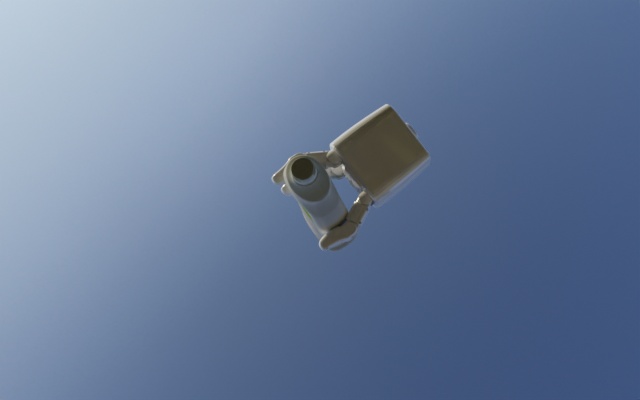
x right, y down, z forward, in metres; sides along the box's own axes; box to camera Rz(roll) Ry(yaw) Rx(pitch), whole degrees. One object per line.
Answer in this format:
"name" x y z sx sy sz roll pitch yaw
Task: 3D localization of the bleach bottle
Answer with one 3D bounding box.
"bleach bottle" 0.000 0.002 0.687 0.068 0.102 0.251 -37 -17 -3
